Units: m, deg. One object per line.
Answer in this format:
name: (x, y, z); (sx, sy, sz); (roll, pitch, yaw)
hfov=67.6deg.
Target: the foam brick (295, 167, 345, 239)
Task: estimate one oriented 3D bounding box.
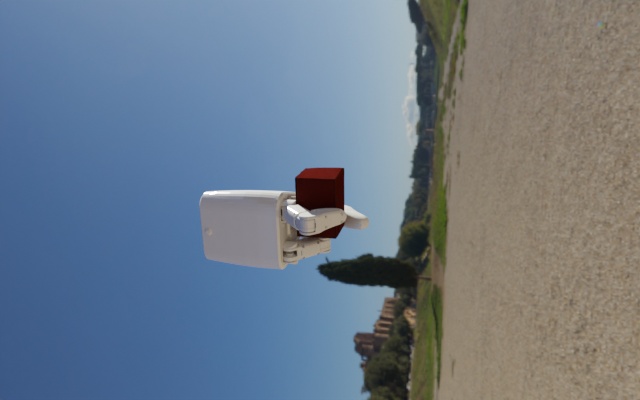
foam brick: (0.000, 0.002, 0.593); (0.051, 0.078, 0.053); (4, 18, 14)
